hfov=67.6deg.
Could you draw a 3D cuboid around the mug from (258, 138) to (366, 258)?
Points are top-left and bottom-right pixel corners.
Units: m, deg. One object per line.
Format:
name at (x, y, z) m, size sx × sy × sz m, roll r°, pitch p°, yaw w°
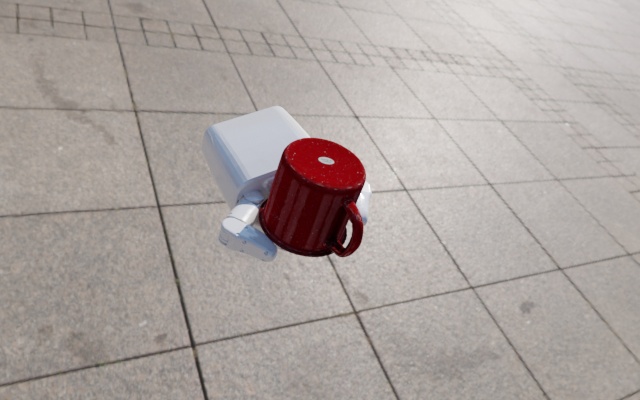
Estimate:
mug at (0.001, 0.002, 0.453) m, size 0.093 × 0.081 × 0.117 m, roll -12°, pitch 49°, yaw -35°
